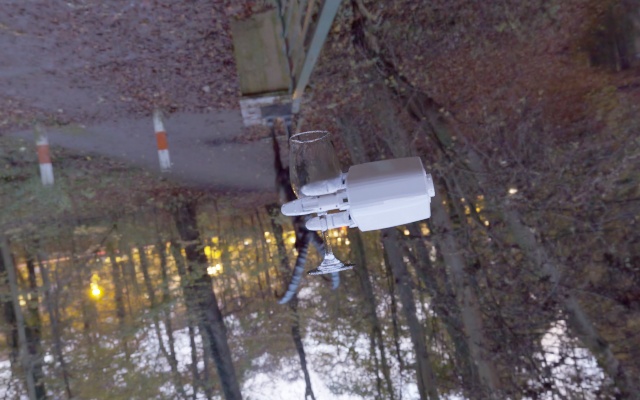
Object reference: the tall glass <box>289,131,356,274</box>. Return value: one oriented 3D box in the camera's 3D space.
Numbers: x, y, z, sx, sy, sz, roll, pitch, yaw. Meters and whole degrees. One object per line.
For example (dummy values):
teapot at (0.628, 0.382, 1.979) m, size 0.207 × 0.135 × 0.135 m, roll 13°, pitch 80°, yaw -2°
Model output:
tall glass at (0.000, 0.003, 0.701) m, size 0.079 × 0.201 × 0.079 m, roll -10°, pitch -2°, yaw 0°
